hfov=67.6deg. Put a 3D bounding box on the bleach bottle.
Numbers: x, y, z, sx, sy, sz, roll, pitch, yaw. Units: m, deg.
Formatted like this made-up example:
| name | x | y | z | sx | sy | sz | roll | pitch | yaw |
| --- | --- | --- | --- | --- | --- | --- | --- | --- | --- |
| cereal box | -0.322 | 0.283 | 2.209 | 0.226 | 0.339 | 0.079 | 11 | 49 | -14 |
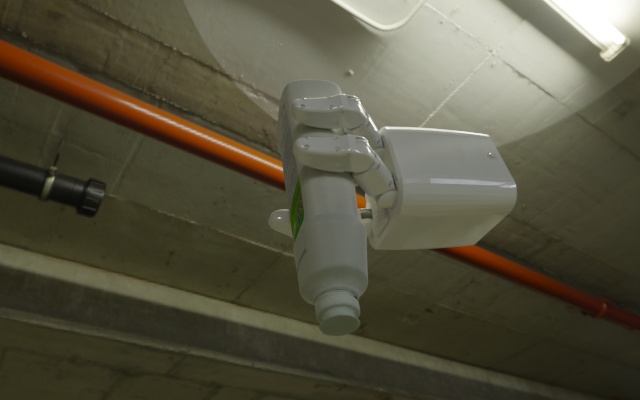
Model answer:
| name | x | y | z | sx | sy | sz | roll | pitch | yaw |
| --- | --- | --- | --- | --- | --- | --- | --- | --- | --- |
| bleach bottle | 0.000 | 0.001 | 0.416 | 0.068 | 0.250 | 0.103 | 0 | -44 | -8 |
